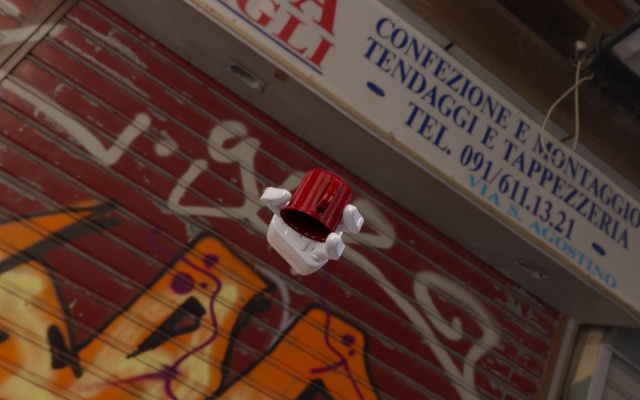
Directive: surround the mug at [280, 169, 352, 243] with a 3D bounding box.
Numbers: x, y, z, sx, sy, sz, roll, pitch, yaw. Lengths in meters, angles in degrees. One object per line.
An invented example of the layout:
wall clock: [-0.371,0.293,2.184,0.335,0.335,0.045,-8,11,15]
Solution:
mug: [0.000,0.002,0.718,0.093,0.081,0.117,30,-24,-3]
